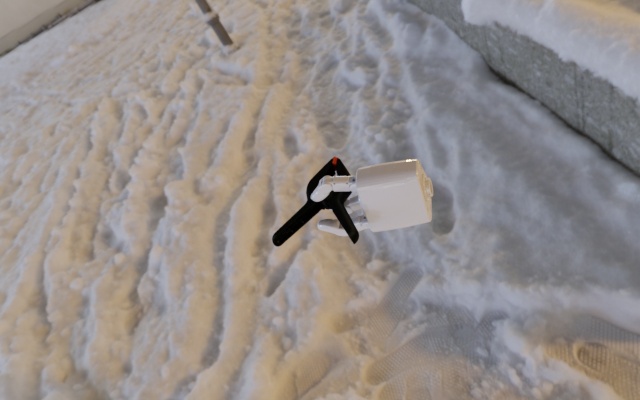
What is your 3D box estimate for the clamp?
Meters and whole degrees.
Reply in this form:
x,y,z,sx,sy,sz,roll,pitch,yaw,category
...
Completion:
x,y,z,sx,sy,sz,roll,pitch,yaw,category
0.000,0.002,0.881,0.164,0.209,0.036,-9,-45,21,clamp
